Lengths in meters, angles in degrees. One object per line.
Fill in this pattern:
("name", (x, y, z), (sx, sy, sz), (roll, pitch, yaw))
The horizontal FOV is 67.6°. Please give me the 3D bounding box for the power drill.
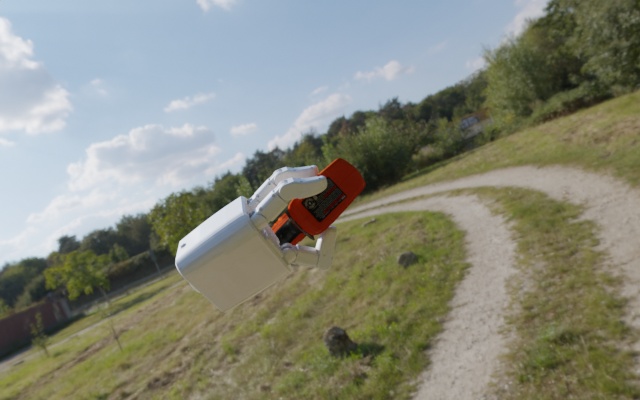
("power drill", (0.000, 0.002, 0.685), (0.057, 0.184, 0.188), (43, -18, 0))
